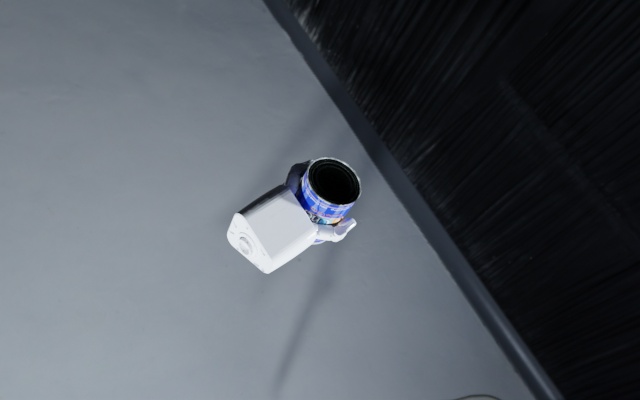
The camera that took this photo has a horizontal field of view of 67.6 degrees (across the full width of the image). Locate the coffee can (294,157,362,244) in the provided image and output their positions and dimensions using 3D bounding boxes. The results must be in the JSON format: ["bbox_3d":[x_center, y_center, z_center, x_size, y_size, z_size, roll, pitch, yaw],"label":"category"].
[{"bbox_3d":[0.000,0.003,0.873,0.103,0.102,0.140,0,-33,-24],"label":"coffee can"}]
